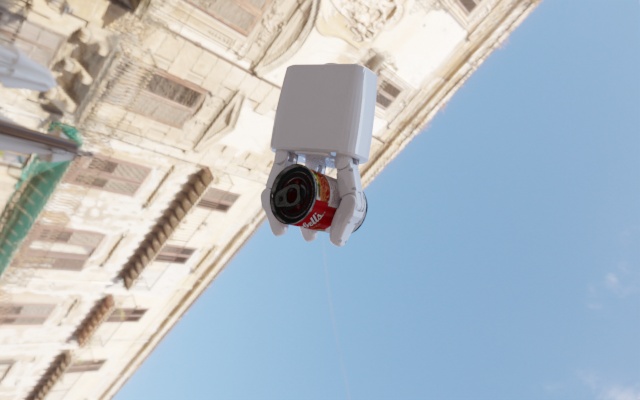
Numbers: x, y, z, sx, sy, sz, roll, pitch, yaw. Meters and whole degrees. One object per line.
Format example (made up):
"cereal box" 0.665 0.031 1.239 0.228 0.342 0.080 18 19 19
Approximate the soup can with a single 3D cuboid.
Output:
"soup can" 0.000 0.002 0.558 0.068 0.068 0.102 0 -10 39
